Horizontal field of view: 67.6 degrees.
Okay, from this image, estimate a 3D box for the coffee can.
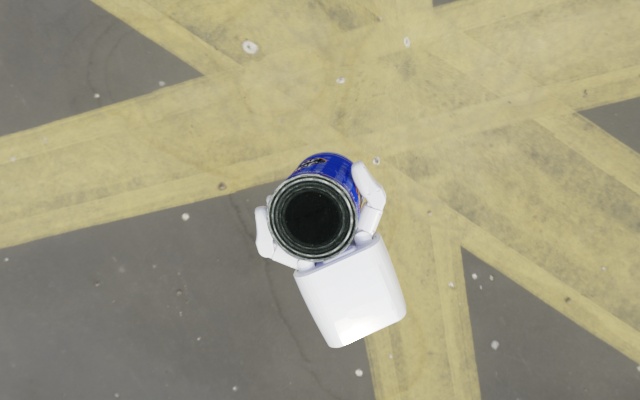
[{"bbox_3d":[0.000,0.002,0.590,0.103,0.103,0.140,0,15,9],"label":"coffee can"}]
